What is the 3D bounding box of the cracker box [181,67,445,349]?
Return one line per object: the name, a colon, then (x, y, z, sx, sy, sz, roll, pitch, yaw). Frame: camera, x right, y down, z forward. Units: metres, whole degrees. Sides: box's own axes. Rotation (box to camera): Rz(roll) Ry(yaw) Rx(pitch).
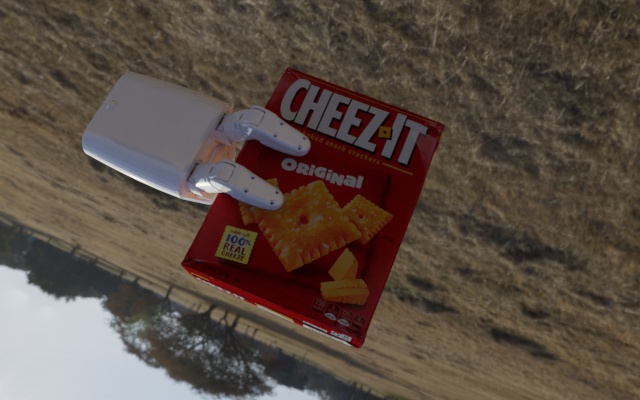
cracker box: (0.000, 0.002, 0.438, 0.164, 0.213, 0.072, 22, -19, 7)
